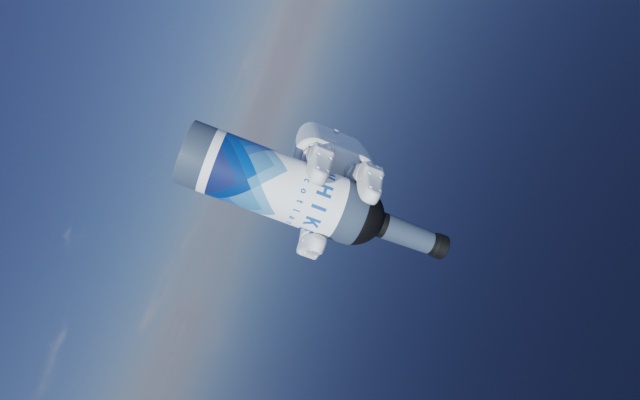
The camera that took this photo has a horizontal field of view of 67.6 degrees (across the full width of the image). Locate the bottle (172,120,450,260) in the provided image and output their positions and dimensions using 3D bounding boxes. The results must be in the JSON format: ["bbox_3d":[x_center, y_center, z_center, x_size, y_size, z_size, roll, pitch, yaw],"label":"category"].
[{"bbox_3d":[0.000,0.002,0.500,0.296,0.069,0.069,20,-4,-10],"label":"bottle"}]
